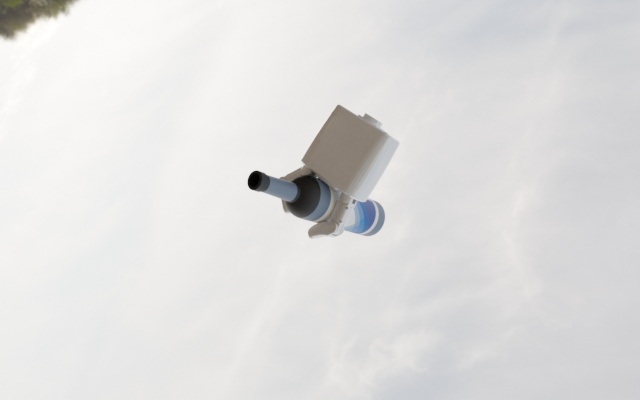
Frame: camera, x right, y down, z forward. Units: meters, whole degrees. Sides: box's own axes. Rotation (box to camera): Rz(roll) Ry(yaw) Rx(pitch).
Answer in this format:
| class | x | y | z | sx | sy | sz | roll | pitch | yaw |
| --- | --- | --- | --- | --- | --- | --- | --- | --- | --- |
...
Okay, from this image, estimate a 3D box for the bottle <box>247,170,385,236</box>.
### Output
| class | x | y | z | sx | sy | sz | roll | pitch | yaw |
| --- | --- | --- | --- | --- | --- | --- | --- | --- | --- |
| bottle | 0.000 | 0.003 | 0.743 | 0.069 | 0.069 | 0.296 | 0 | -12 | 37 |
